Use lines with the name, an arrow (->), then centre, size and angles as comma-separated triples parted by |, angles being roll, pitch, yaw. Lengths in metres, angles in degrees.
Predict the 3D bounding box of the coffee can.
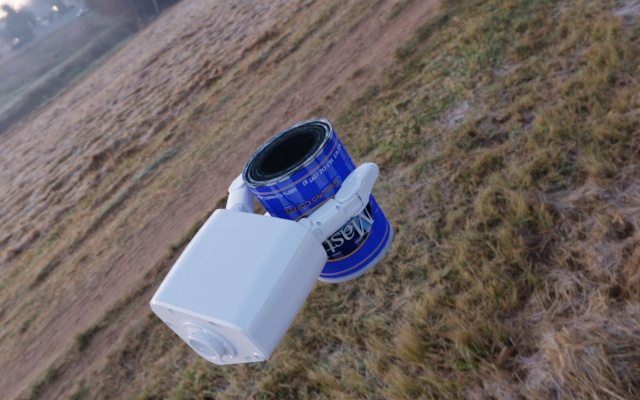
coffee can -> 0.000, 0.002, 0.496 | 0.103, 0.140, 0.102 | -25, 31, 16
